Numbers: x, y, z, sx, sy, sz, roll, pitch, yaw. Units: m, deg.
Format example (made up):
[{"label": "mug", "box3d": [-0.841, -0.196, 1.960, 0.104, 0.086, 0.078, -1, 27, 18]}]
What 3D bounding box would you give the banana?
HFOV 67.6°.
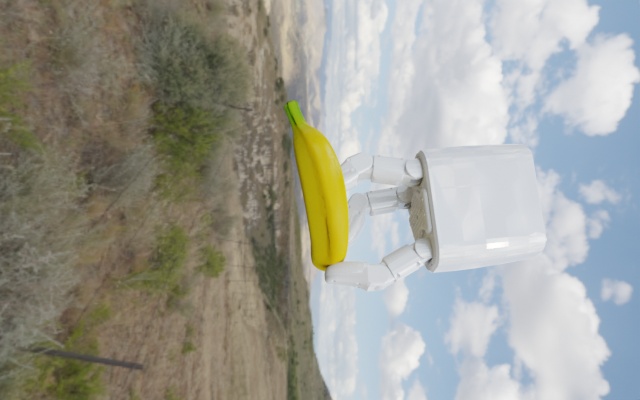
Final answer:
[{"label": "banana", "box3d": [0.003, 0.011, 0.426, 0.037, 0.198, 0.069, -12, 41, -5]}]
